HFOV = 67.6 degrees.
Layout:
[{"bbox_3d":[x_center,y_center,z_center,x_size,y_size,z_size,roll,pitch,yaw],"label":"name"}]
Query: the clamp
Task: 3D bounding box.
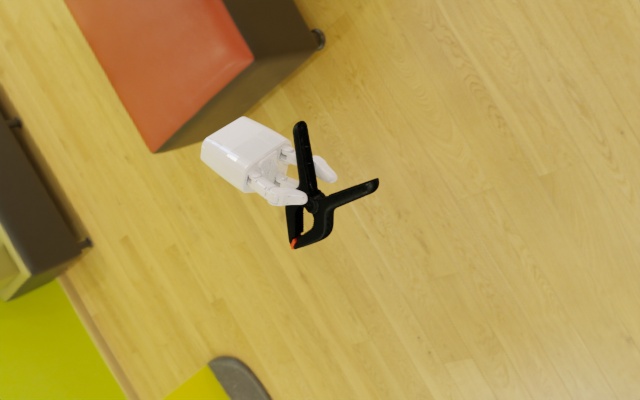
[{"bbox_3d":[-0.001,0.003,0.746,0.164,0.210,0.036,35,36,27],"label":"clamp"}]
